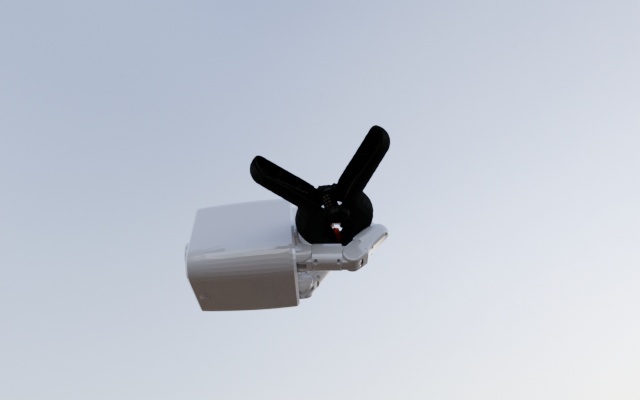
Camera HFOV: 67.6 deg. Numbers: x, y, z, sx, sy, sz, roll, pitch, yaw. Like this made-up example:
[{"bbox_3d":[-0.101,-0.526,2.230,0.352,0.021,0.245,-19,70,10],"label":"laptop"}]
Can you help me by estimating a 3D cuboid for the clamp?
[{"bbox_3d":[0.000,0.001,0.456,0.120,0.039,0.172,-4,-40,-3],"label":"clamp"}]
